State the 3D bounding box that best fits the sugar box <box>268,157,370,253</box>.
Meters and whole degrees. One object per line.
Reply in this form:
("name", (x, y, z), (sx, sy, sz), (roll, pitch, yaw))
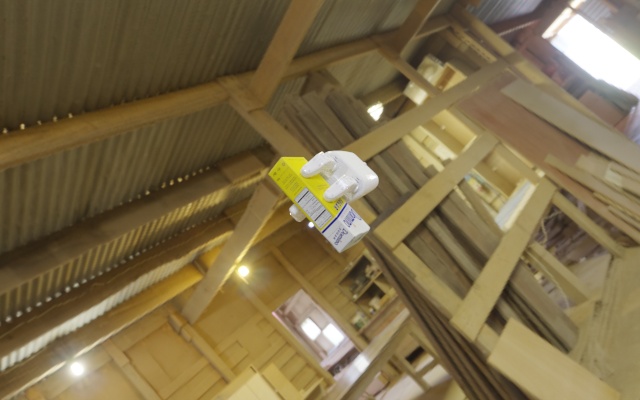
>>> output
("sugar box", (0.000, 0.002, 0.792), (0.176, 0.048, 0.093), (44, 19, 12))
